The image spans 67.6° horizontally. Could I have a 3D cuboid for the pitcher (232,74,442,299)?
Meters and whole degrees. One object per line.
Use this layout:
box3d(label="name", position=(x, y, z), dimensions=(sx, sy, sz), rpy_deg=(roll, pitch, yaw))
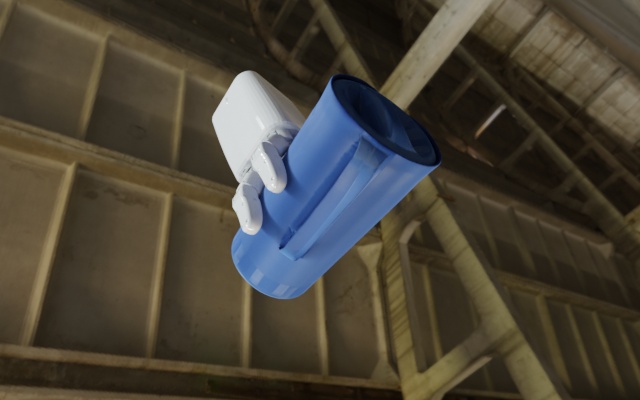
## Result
box3d(label="pitcher", position=(0.000, 0.002, 0.509), dimensions=(0.149, 0.145, 0.243), rpy_deg=(6, -47, -43))
